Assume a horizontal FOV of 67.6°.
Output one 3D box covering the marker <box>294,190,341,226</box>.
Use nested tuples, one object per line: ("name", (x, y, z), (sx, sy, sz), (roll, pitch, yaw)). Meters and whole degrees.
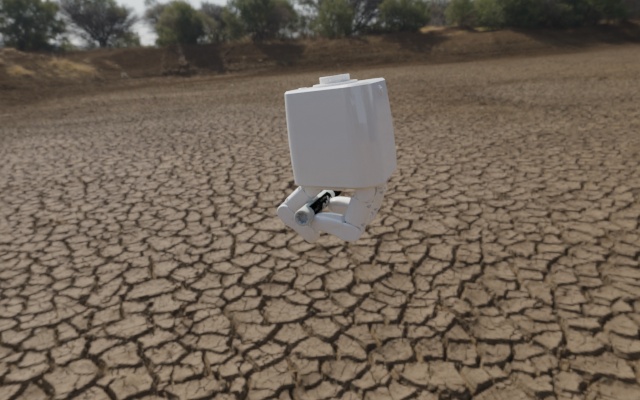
("marker", (0.000, 0.002, 0.576), (0.020, 0.020, 0.121), (0, 17, 21))
